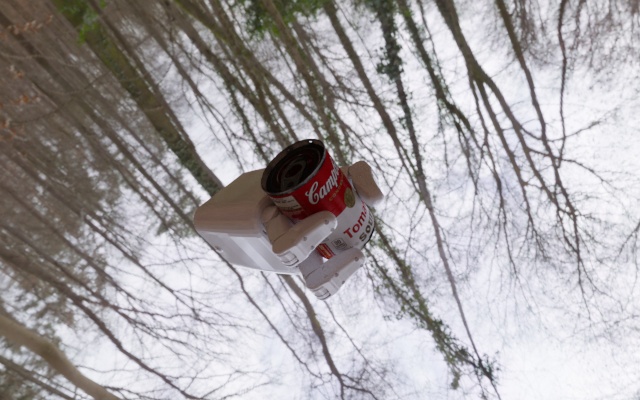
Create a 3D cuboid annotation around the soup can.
[{"bbox_3d":[0.001,0.002,0.451,0.068,0.068,0.102,0,-41,42],"label":"soup can"}]
